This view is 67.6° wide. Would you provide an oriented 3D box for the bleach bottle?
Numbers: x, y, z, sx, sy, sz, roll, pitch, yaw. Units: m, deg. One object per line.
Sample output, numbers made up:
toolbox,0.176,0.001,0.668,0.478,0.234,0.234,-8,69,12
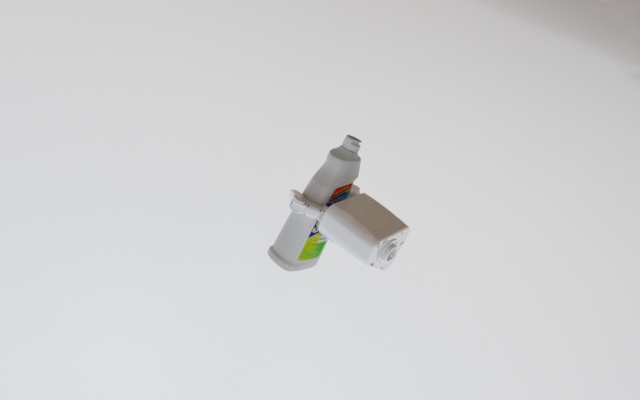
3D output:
bleach bottle,0.000,0.003,0.834,0.068,0.251,0.102,37,22,31
